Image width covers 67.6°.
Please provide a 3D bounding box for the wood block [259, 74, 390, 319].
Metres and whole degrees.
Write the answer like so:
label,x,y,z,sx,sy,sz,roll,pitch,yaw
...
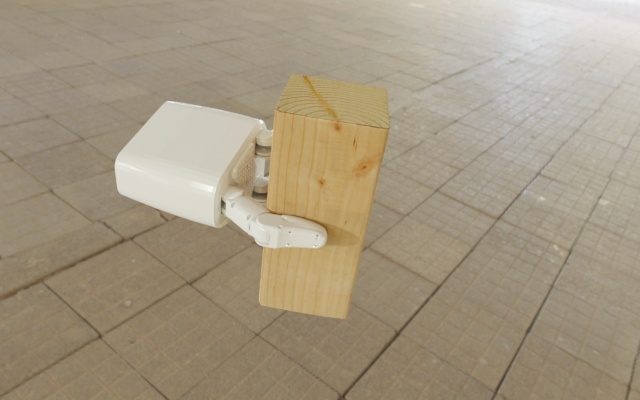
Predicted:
label,x,y,z,sx,sy,sz,roll,pitch,yaw
wood block,0.000,0.001,0.449,0.090,0.206,0.090,9,33,1
